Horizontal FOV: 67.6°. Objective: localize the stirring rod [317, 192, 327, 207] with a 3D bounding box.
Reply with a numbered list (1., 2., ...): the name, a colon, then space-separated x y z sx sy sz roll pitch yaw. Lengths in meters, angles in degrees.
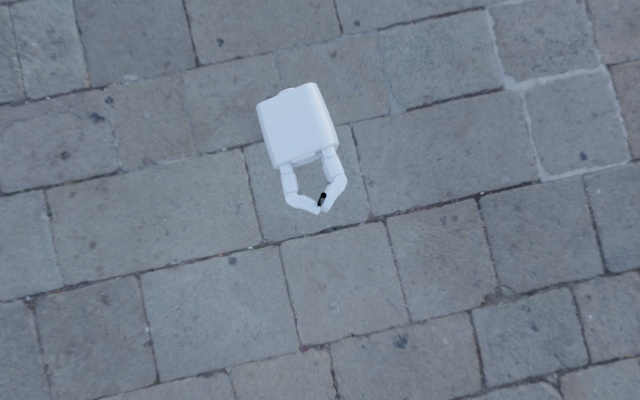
1. stirring rod: 0.000 0.002 0.712 0.011 0.011 0.239 0 -4 -2
